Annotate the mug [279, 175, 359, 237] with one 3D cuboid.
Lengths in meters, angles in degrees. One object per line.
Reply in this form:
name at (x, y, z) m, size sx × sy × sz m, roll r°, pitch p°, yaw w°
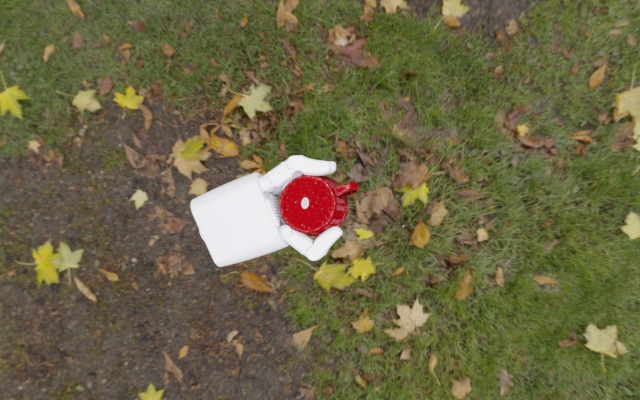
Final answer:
mug at (0.001, 0.002, 0.686) m, size 0.117 × 0.093 × 0.081 m, roll -22°, pitch -6°, yaw 9°
